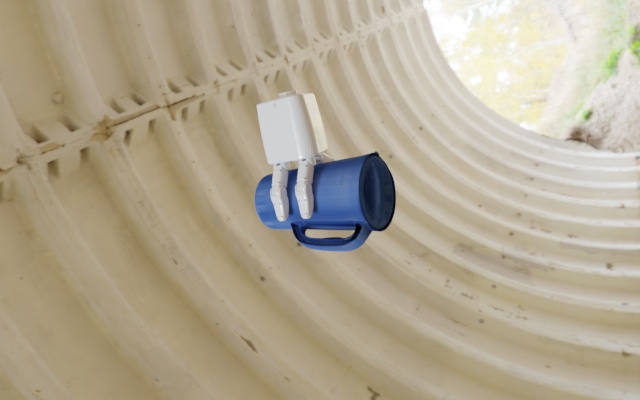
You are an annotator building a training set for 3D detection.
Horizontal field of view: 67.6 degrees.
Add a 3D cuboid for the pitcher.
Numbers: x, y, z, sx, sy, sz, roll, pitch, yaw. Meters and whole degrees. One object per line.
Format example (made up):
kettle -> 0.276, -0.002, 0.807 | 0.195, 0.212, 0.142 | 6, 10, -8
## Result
pitcher -> 0.000, 0.003, 0.854 | 0.243, 0.145, 0.149 | -5, 12, 34
